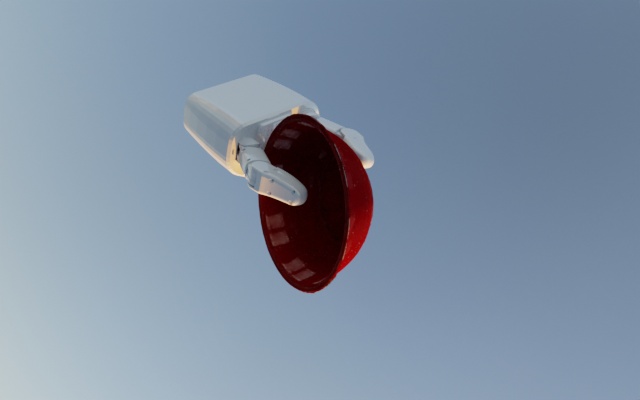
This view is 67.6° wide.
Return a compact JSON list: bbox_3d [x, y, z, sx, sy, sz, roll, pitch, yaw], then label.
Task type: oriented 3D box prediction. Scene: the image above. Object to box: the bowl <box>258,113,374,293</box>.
[{"bbox_3d":[0.001,0.002,0.445,0.055,0.162,0.162,-4,2,-32],"label":"bowl"}]
